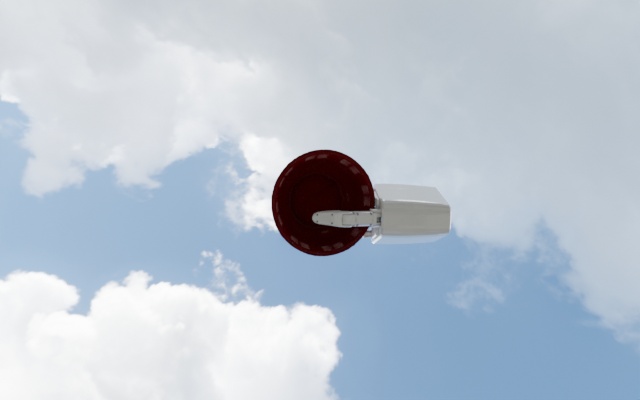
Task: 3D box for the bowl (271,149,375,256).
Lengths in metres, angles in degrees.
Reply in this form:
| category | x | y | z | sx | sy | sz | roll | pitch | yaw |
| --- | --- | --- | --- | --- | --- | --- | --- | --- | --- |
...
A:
| category | x | y | z | sx | sy | sz | roll | pitch | yaw |
| --- | --- | --- | --- | --- | --- | --- | --- | --- | --- |
| bowl | -0.001 | 0.002 | 0.741 | 0.162 | 0.162 | 0.055 | 0 | 5 | -14 |
